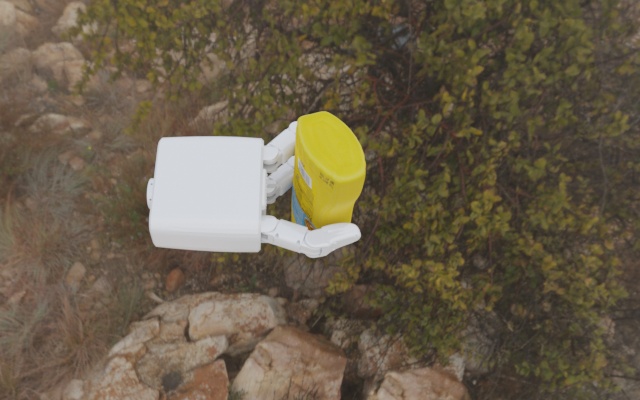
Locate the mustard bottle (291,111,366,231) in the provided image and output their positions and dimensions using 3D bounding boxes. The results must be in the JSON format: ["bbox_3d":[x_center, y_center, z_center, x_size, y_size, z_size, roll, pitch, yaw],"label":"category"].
[{"bbox_3d":[0.000,0.002,0.533,0.058,0.096,0.192,-18,-33,-20],"label":"mustard bottle"}]
